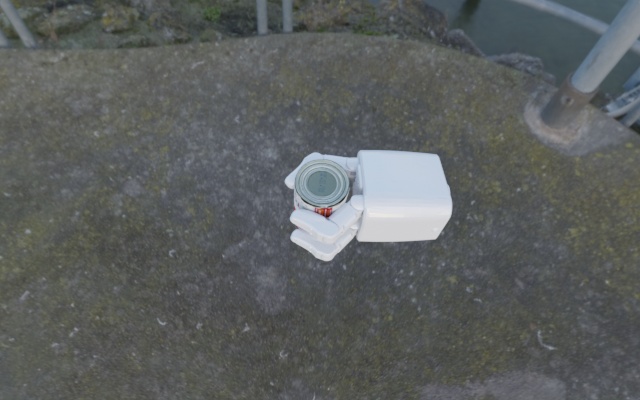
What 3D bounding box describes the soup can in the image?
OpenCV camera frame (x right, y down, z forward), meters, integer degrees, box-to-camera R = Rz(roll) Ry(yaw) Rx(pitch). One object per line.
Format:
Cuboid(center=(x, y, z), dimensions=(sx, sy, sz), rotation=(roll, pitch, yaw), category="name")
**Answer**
Cuboid(center=(0.000, 0.002, 0.606), dimensions=(0.068, 0.068, 0.102), rotation=(0, -28, -3), category="soup can")
